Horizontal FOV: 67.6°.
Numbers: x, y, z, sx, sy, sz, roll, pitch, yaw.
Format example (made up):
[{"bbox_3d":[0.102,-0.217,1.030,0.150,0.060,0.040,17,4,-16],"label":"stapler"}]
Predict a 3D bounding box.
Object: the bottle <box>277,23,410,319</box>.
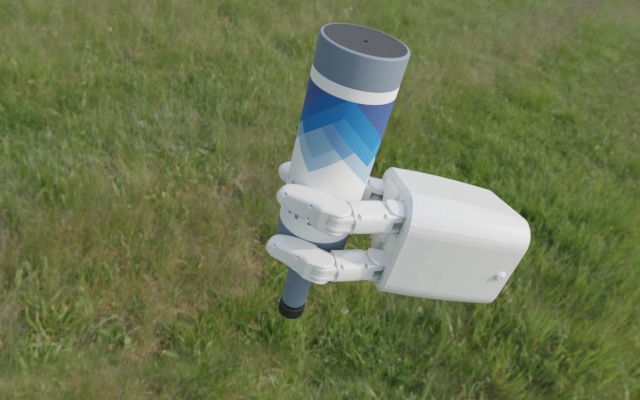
[{"bbox_3d":[0.000,0.001,0.424,0.069,0.296,0.069,10,36,-7],"label":"bottle"}]
